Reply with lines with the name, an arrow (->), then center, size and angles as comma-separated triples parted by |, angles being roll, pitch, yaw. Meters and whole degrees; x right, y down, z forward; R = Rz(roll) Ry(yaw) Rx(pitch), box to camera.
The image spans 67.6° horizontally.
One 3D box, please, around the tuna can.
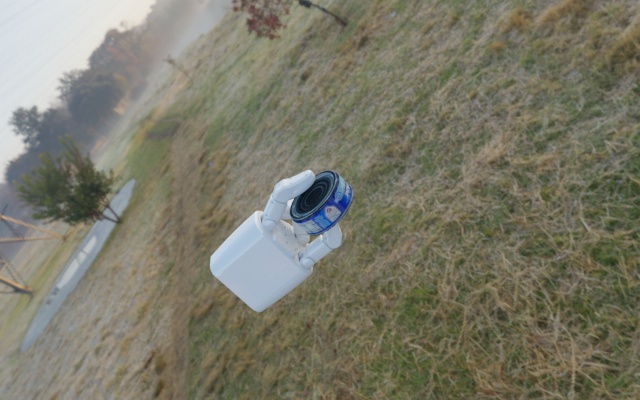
tuna can -> 0.000, 0.002, 0.626 | 0.034, 0.086, 0.086 | 43, -22, -26
